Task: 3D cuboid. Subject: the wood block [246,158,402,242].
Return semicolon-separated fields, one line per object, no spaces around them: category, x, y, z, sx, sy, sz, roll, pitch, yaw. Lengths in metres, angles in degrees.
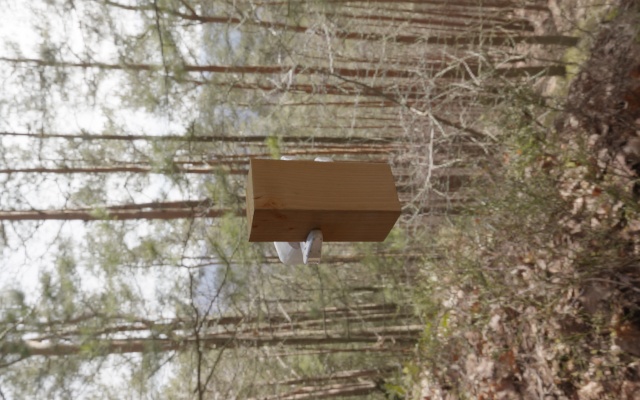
wood block;0.000;0.003;0.695;0.206;0.090;0.090;1;-34;-14
